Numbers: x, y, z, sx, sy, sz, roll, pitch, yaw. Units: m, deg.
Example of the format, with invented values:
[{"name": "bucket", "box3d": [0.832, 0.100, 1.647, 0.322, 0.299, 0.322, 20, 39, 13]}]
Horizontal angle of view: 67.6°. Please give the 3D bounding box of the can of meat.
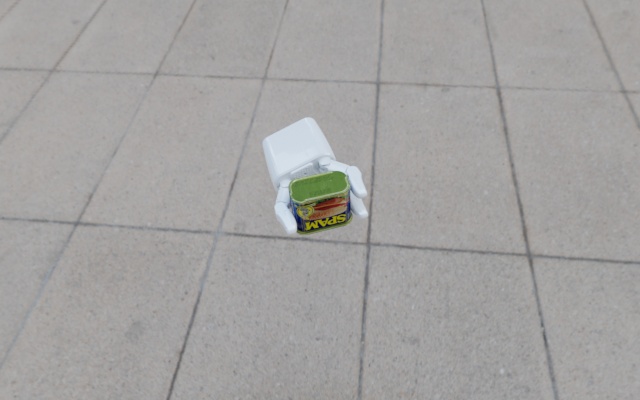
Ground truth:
[{"name": "can of meat", "box3d": [0.000, 0.002, 0.777, 0.102, 0.057, 0.084, -13, -39, -7]}]
